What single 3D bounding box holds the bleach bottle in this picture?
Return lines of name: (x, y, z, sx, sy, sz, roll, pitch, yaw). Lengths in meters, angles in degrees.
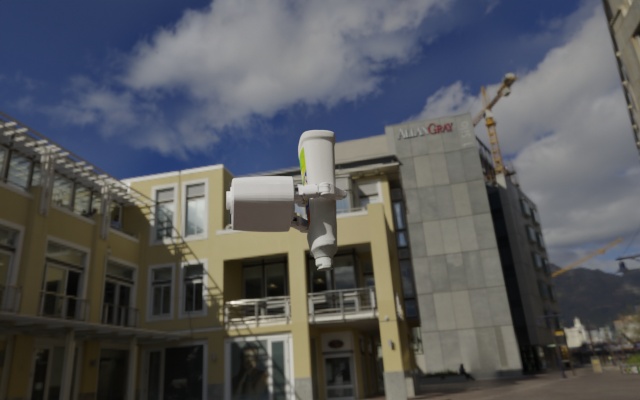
bleach bottle: (0.000, 0.003, 0.888, 0.068, 0.250, 0.103, -1, -20, -10)
